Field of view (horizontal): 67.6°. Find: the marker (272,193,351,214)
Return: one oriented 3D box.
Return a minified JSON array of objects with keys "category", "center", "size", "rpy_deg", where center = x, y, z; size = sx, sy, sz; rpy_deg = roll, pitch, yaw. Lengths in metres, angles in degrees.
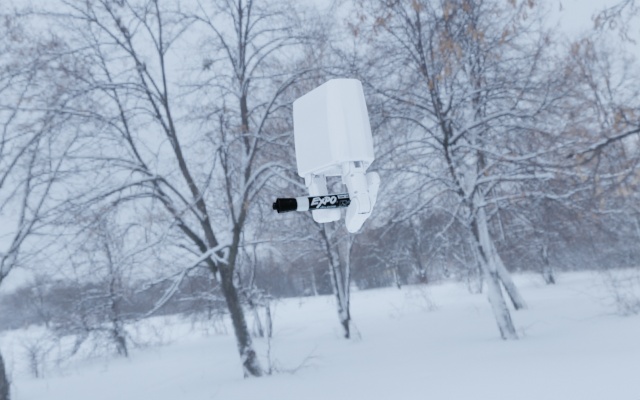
[{"category":"marker","center":[0.000,0.002,0.586],"size":[0.121,0.020,0.020],"rpy_deg":[-5,2,-21]}]
